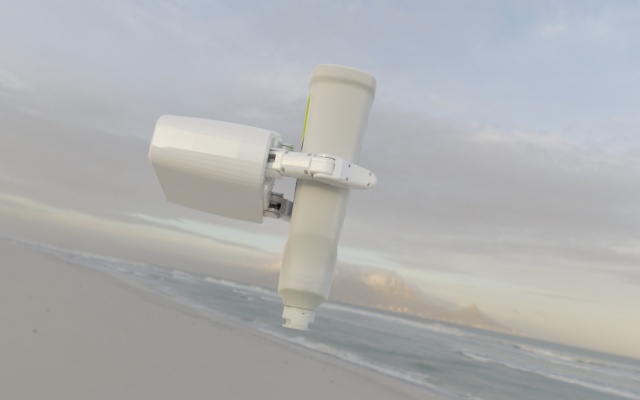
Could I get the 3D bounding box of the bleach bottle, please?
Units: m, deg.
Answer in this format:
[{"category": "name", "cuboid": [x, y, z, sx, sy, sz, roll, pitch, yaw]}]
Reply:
[{"category": "bleach bottle", "cuboid": [0.000, 0.002, 0.478, 0.068, 0.250, 0.102, 11, -11, 0]}]
